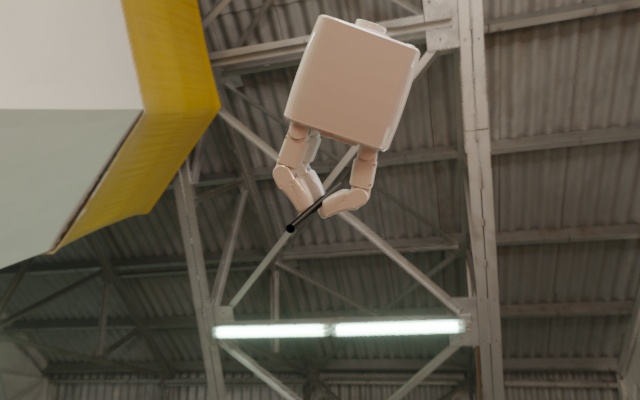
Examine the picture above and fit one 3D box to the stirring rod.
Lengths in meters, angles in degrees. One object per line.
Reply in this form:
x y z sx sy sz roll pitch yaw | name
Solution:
0.000 0.002 0.528 0.011 0.011 0.239 0 11 13 | stirring rod
